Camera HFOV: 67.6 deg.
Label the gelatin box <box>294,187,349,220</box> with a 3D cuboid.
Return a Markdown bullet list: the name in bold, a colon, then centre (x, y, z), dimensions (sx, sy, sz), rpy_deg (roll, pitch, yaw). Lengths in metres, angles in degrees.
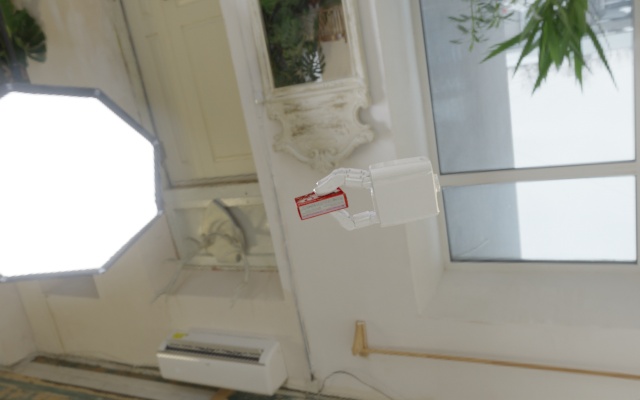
- **gelatin box**: centre (0.000, 0.003, 0.862), dimensions (0.089, 0.030, 0.073), rpy_deg (-16, 14, -4)
